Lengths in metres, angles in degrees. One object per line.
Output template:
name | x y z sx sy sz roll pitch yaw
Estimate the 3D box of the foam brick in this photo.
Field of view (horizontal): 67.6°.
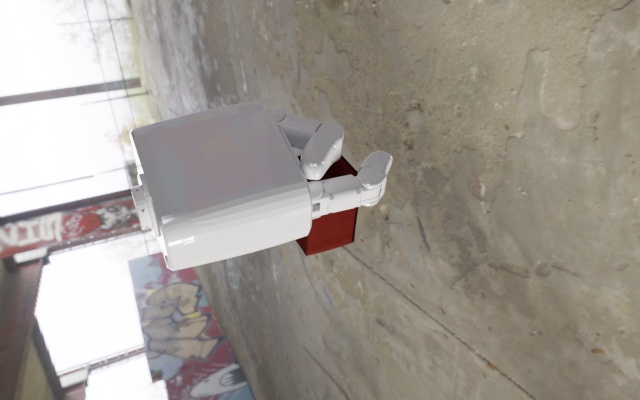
foam brick | 0.000 0.002 0.432 0.051 0.078 0.053 -16 44 -23
